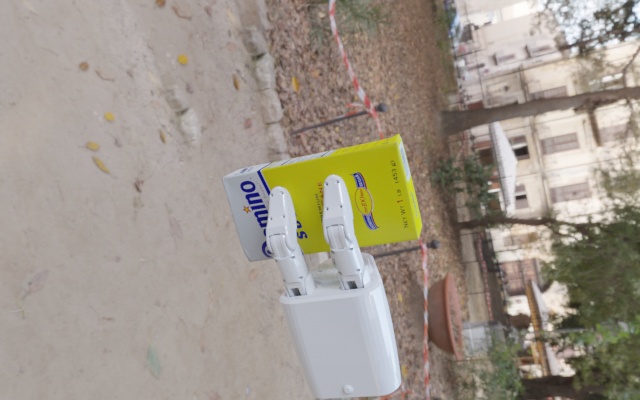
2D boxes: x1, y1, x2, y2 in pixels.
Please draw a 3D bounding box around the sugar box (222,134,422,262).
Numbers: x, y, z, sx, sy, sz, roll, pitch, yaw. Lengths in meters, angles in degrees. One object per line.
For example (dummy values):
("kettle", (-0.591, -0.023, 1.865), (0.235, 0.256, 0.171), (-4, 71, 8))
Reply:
("sugar box", (0.000, 0.002, 0.459), (0.176, 0.093, 0.048), (-11, 13, 18))
